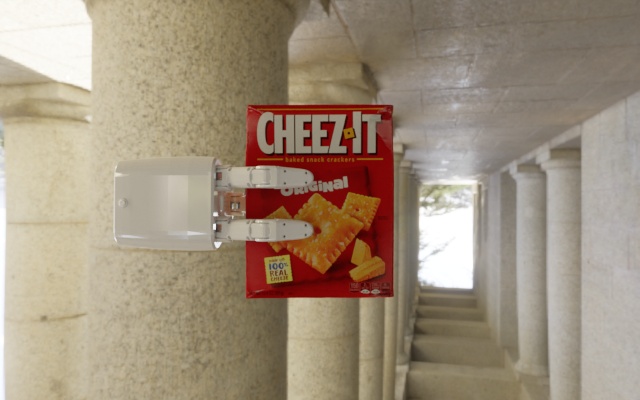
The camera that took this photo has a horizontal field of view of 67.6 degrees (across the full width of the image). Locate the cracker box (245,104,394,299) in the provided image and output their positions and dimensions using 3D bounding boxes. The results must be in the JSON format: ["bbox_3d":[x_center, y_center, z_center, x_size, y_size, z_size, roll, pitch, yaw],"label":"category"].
[{"bbox_3d":[0.000,0.002,0.542,0.164,0.213,0.072,0,-1,1],"label":"cracker box"}]
